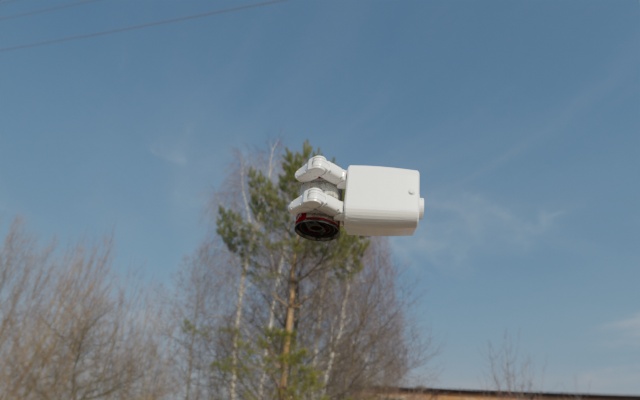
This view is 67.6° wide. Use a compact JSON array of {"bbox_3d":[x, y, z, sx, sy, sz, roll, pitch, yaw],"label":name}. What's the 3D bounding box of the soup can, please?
[{"bbox_3d":[0.000,0.002,0.732,0.068,0.102,0.068,5,-29,3],"label":"soup can"}]
